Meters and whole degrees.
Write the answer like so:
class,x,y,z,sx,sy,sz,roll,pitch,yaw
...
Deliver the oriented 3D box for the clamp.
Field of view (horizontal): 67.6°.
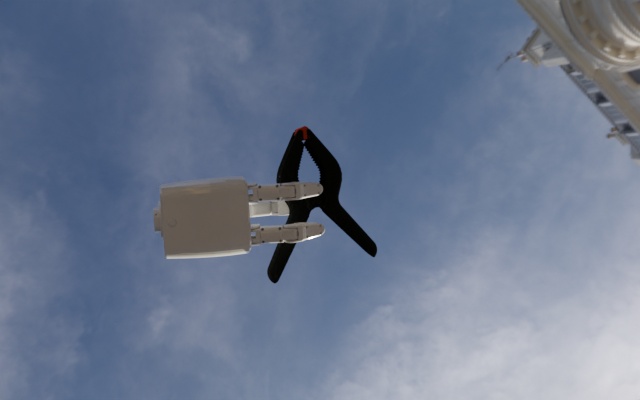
class,x,y,z,sx,sy,sz,roll,pitch,yaw
clamp,0.000,0.002,0.669,0.164,0.210,0.036,-5,4,-21
